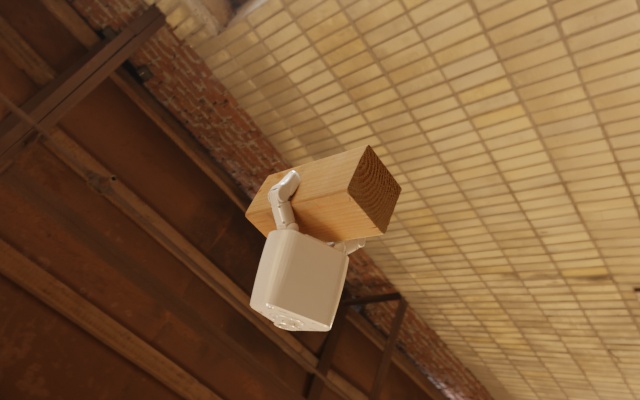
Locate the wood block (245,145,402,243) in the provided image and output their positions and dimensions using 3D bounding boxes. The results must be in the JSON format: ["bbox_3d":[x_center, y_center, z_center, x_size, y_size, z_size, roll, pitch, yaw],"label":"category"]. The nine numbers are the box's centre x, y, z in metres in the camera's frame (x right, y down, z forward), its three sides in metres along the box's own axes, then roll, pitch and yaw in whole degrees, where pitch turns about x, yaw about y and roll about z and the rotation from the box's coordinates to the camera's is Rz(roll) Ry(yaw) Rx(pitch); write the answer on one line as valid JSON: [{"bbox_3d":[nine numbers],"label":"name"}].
[{"bbox_3d":[0.000,0.002,0.696,0.206,0.090,0.091,-13,-51,42],"label":"wood block"}]
